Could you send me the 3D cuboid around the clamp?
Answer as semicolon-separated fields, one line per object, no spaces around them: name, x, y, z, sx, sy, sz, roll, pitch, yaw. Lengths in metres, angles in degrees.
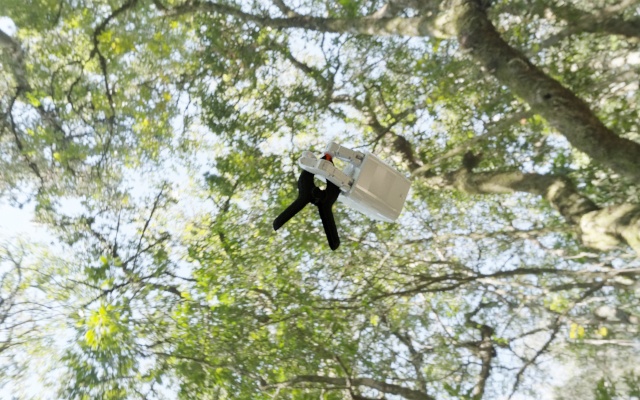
clamp;0.000;0.003;0.839;0.120;0.171;0.039;31;-23;-16
